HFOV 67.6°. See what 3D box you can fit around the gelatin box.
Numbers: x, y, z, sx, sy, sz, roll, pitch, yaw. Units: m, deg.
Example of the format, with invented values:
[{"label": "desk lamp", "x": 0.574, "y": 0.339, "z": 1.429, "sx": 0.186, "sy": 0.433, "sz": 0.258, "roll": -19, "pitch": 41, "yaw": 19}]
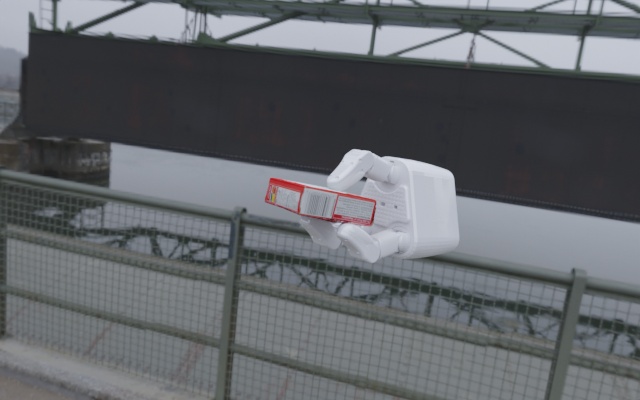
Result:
[{"label": "gelatin box", "x": 0.000, "y": 0.001, "z": 0.481, "sx": 0.089, "sy": 0.030, "sz": 0.073, "roll": 11, "pitch": 4, "yaw": -33}]
